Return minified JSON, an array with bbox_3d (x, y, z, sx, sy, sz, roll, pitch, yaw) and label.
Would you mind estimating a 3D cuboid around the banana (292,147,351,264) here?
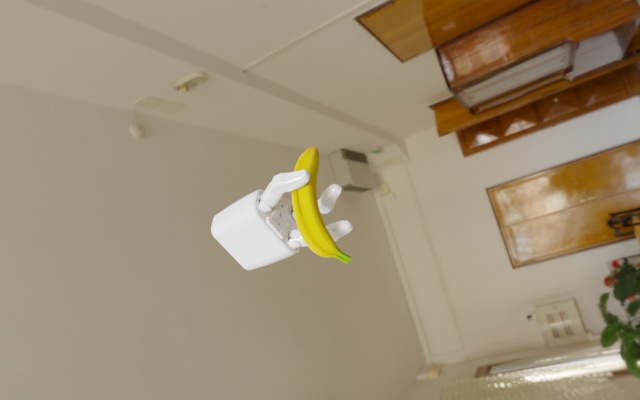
[{"bbox_3d":[-0.012,0.003,0.711,0.069,0.197,0.037,9,-31,-45],"label":"banana"}]
